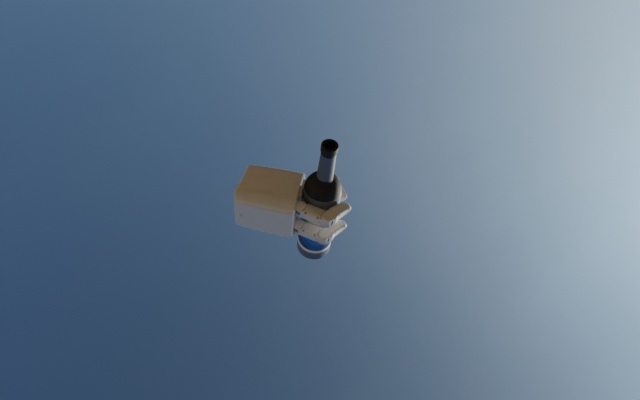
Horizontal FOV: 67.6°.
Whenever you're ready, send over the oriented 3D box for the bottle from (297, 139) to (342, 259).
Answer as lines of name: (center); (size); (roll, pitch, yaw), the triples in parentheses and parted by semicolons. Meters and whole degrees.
bottle: (0.000, 0.003, 0.847); (0.069, 0.069, 0.296); (0, -37, -7)
